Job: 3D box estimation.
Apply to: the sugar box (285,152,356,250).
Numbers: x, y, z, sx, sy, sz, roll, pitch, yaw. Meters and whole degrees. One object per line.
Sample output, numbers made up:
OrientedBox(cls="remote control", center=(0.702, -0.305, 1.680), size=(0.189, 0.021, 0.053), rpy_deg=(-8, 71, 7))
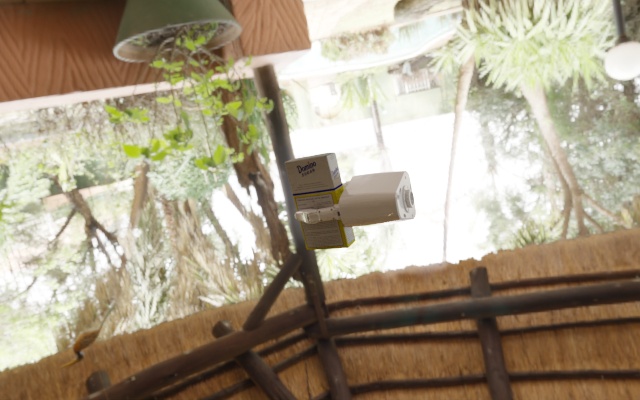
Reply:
OrientedBox(cls="sugar box", center=(0.001, 0.003, 0.890), size=(0.093, 0.176, 0.048), rpy_deg=(-6, 12, 29))
